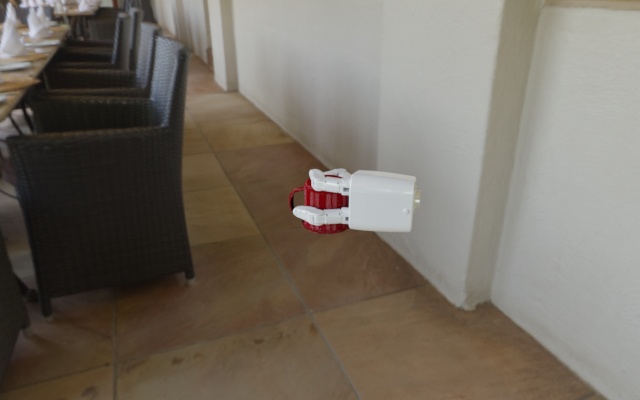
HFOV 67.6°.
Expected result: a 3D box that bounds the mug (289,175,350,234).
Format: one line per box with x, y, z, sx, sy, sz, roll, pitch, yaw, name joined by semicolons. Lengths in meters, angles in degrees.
-0.001;0.002;0.866;0.117;0.081;0.093;5;25;10;mug
